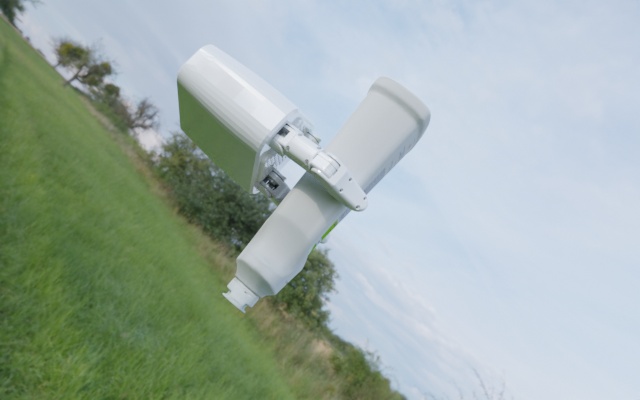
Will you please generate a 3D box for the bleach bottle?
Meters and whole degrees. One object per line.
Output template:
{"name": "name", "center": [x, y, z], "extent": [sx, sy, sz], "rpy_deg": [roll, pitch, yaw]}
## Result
{"name": "bleach bottle", "center": [0.000, 0.002, 0.461], "extent": [0.068, 0.251, 0.102], "rpy_deg": [39, -11, 9]}
